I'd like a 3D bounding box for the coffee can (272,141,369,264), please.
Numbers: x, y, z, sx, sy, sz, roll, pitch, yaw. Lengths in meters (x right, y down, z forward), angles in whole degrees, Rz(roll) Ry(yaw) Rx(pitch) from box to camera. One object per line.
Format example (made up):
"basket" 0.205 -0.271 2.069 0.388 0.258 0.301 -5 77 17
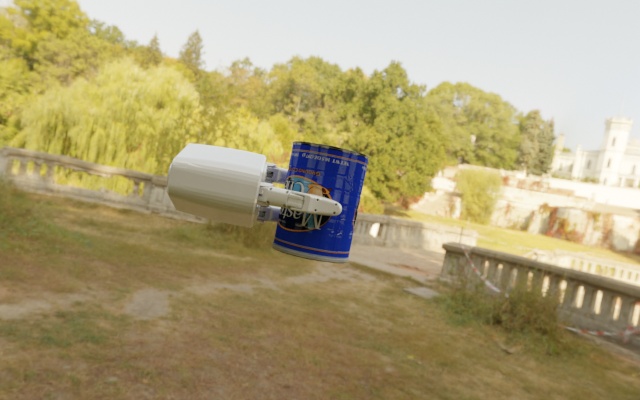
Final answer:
"coffee can" 0.000 0.002 0.625 0.103 0.140 0.103 11 1 0
